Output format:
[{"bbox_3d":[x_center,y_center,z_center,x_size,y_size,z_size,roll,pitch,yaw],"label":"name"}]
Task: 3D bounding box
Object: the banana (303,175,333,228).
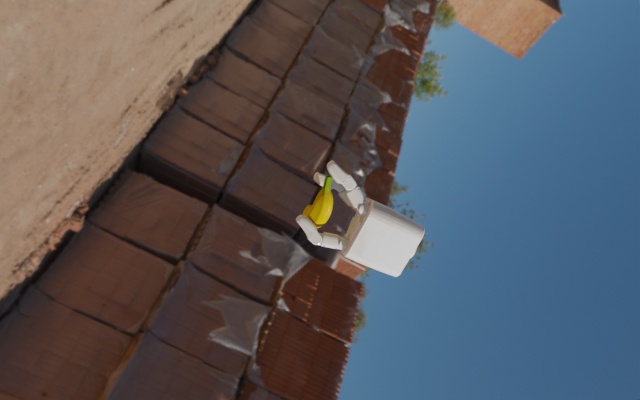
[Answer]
[{"bbox_3d":[-0.005,0.019,0.875,0.037,0.069,0.198,21,-20,-7],"label":"banana"}]
